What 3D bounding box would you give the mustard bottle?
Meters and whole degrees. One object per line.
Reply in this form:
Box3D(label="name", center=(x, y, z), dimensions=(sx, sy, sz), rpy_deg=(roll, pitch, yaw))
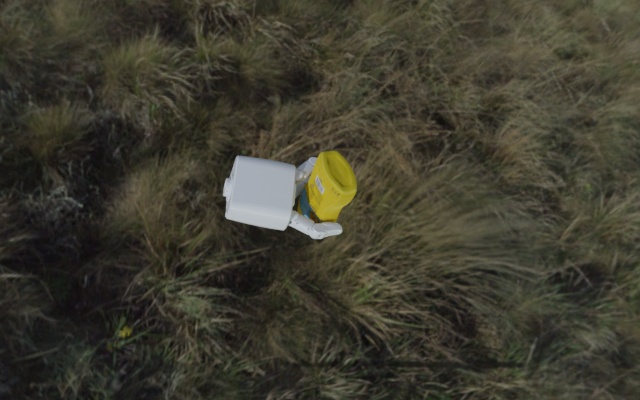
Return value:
Box3D(label="mustard bottle", center=(0.001, 0.003, 0.878), dimensions=(0.058, 0.096, 0.192), rpy_deg=(-11, -29, -30))
